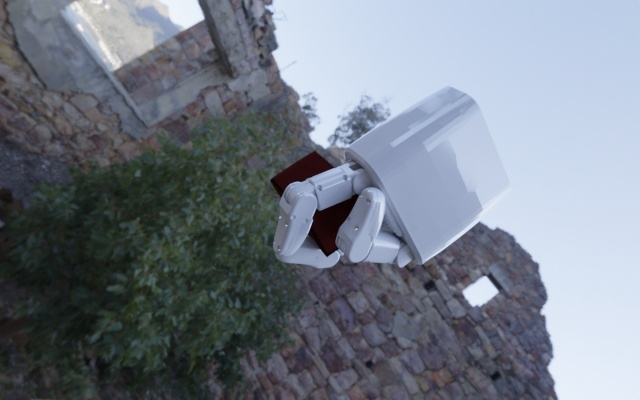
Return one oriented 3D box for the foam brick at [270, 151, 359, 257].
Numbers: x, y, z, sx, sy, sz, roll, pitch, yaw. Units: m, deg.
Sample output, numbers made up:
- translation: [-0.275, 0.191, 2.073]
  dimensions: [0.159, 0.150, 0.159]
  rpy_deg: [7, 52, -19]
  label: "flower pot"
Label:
- translation: [0.000, 0.001, 0.431]
  dimensions: [0.051, 0.053, 0.078]
  rpy_deg: [-36, 40, -6]
  label: "foam brick"
